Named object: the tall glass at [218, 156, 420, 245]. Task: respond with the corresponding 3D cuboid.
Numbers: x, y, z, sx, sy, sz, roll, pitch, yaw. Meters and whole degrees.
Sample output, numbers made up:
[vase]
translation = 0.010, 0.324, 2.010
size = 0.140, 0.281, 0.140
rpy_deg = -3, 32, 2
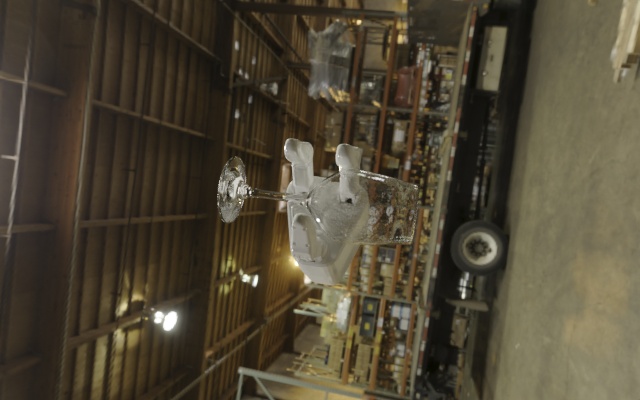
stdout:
[tall glass]
translation = -0.001, 0.002, 0.503
size = 0.201, 0.079, 0.079
rpy_deg = 8, 1, 11
